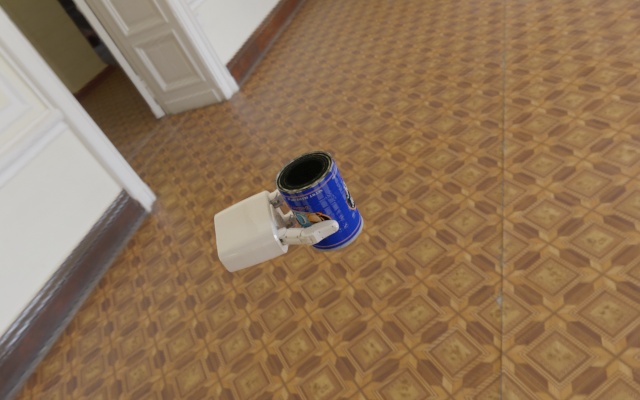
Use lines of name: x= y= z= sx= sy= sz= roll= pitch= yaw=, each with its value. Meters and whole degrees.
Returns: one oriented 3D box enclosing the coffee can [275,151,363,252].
coffee can: x=0.000 y=0.003 z=0.803 sx=0.103 sy=0.140 sz=0.102 roll=-19 pitch=36 yaw=14
